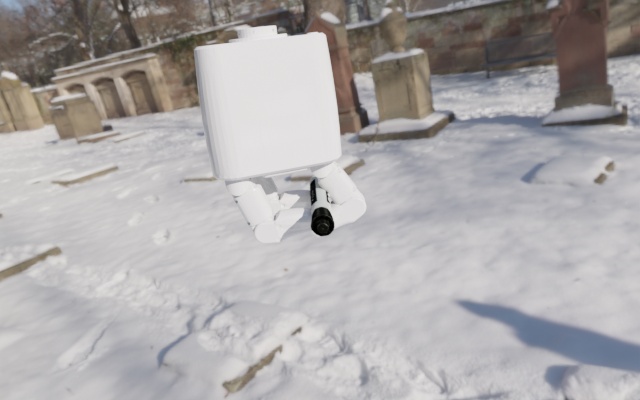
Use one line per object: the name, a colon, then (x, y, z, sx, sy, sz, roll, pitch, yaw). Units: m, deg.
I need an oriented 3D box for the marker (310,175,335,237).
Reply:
marker: (0.000, 0.001, 0.423, 0.020, 0.020, 0.121, 0, 19, -2)
